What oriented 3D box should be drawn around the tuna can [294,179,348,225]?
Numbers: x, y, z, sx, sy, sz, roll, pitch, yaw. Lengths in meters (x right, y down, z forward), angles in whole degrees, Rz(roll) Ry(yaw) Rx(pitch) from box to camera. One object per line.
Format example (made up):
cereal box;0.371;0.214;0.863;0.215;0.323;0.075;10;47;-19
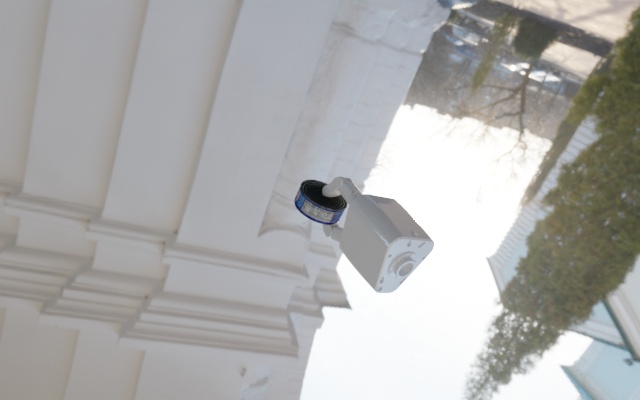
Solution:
tuna can;0.000;0.003;0.802;0.086;0.034;0.086;21;27;-11
